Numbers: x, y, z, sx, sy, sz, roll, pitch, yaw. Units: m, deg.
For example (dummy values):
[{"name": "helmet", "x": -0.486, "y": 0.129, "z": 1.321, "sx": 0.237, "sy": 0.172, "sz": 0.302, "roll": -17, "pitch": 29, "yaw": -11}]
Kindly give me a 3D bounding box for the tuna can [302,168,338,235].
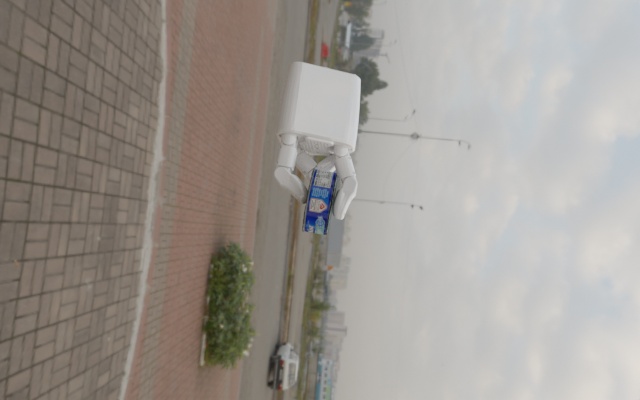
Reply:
[{"name": "tuna can", "x": 0.001, "y": 0.002, "z": 0.636, "sx": 0.034, "sy": 0.086, "sz": 0.086, "roll": 10, "pitch": 0, "yaw": 3}]
